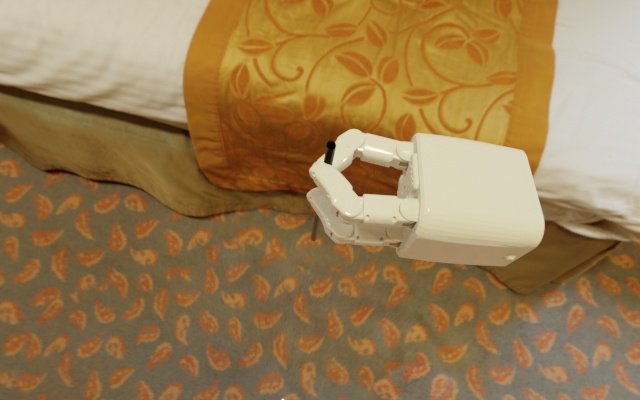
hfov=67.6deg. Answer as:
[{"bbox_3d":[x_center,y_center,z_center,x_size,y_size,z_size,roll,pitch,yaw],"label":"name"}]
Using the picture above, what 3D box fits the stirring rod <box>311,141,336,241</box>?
[{"bbox_3d":[0.000,0.002,0.496,0.011,0.011,0.240,0,-23,-4],"label":"stirring rod"}]
